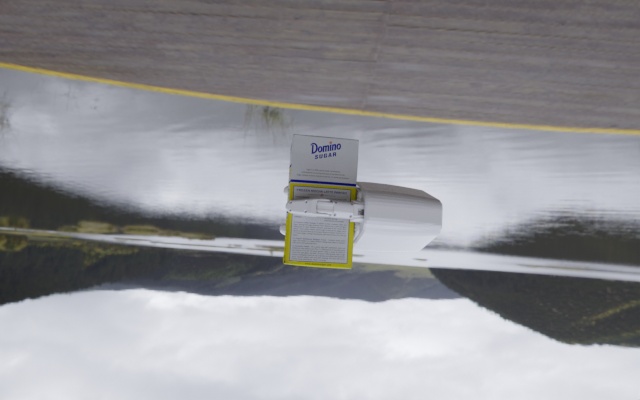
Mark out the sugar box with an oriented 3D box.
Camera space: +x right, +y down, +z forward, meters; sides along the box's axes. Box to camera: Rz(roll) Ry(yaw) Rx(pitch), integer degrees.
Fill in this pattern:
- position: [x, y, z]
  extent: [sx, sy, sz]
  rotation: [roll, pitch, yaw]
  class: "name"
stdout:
- position: [0.000, 0.002, 0.656]
  extent: [0.093, 0.176, 0.048]
  rotation: [5, -6, -8]
  class: "sugar box"
